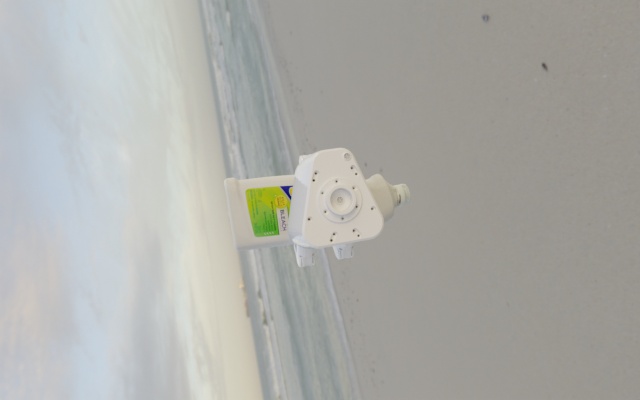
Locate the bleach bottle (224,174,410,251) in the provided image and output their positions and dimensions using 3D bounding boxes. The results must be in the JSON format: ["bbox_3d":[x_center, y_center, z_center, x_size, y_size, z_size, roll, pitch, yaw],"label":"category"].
[{"bbox_3d":[0.000,0.002,0.662,0.251,0.102,0.068,-9,-1,-11],"label":"bleach bottle"}]
